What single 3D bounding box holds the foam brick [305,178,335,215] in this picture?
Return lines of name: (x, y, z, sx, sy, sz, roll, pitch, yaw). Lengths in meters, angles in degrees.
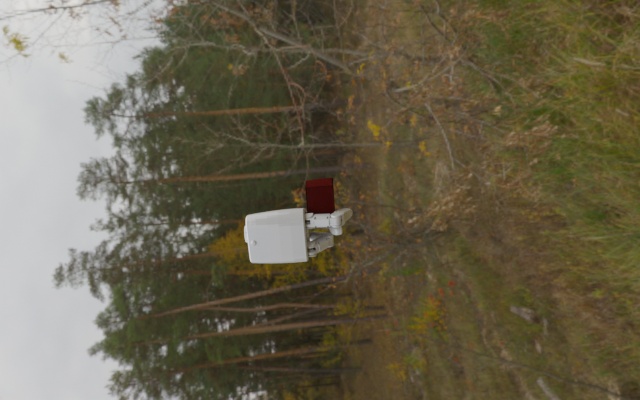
foam brick: (0.000, 0.003, 0.881, 0.051, 0.078, 0.053, -3, 17, 2)
